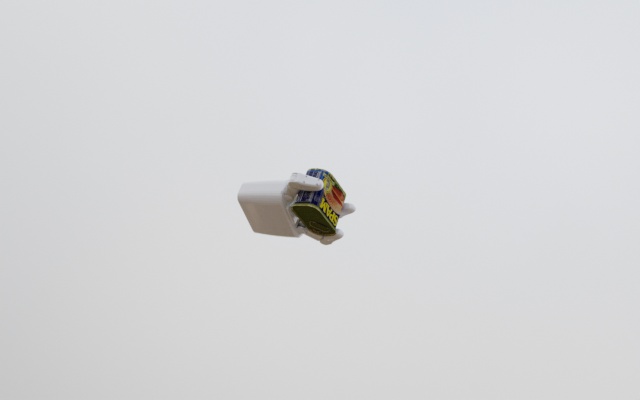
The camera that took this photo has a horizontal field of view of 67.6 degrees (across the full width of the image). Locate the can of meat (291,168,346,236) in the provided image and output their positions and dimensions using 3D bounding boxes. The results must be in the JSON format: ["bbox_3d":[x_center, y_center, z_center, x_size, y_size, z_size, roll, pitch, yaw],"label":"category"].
[{"bbox_3d":[0.000,0.003,0.865,0.057,0.084,0.102,0,-34,31],"label":"can of meat"}]
